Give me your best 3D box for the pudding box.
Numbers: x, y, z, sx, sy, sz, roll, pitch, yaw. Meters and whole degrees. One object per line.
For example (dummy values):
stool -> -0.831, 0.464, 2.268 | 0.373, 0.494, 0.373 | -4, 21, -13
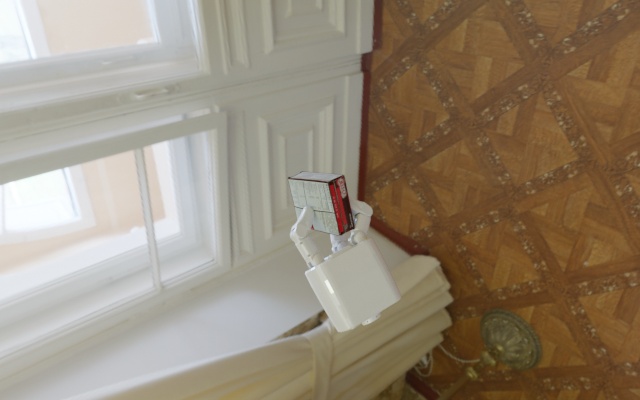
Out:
pudding box -> 0.000, 0.003, 0.763 | 0.039, 0.090, 0.113 | -23, 20, -36
